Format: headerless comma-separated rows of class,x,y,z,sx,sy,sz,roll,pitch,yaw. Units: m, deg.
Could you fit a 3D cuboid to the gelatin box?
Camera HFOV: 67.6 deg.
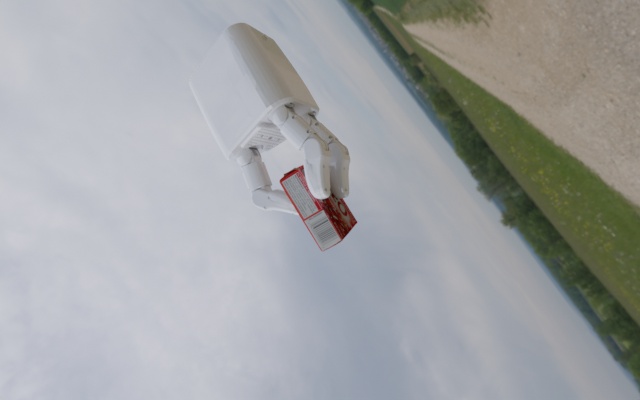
gelatin box,0.000,0.002,0.516,0.030,0.089,0.073,-30,2,20
